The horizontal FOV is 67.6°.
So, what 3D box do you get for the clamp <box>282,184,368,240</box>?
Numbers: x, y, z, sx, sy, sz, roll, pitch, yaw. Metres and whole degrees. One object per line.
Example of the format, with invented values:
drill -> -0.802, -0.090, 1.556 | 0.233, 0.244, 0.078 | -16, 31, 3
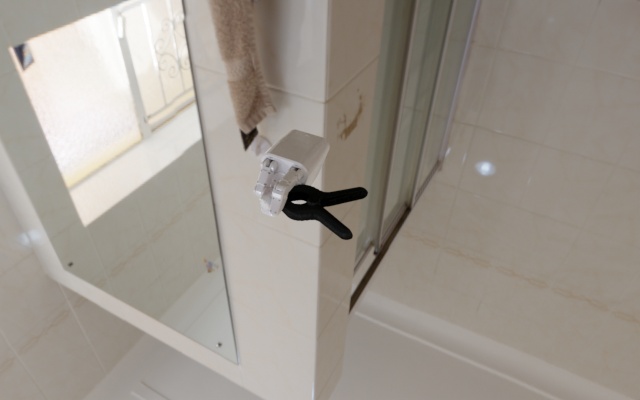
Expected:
clamp -> 0.000, 0.003, 0.863 | 0.171, 0.039, 0.120 | 19, 44, 18
